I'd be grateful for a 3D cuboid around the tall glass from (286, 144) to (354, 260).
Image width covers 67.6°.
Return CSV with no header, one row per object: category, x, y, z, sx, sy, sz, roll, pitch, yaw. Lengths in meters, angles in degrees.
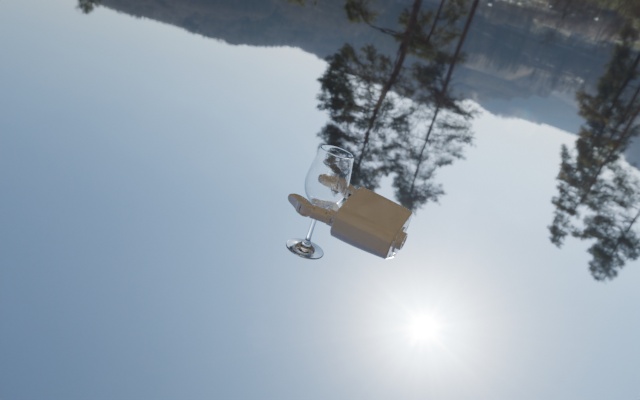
tall glass,0.000,0.003,0.864,0.079,0.201,0.079,16,20,-6
